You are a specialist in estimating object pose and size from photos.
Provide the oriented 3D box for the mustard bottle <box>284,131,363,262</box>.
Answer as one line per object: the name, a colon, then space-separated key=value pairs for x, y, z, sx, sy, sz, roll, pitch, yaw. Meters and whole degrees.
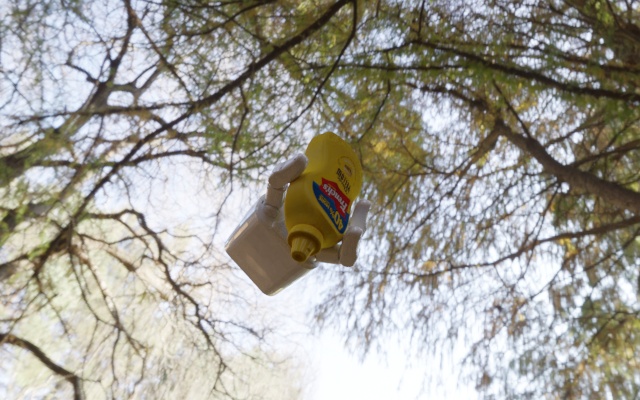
mustard bottle: x=0.000 y=0.002 z=0.593 sx=0.058 sy=0.096 sz=0.191 roll=-15 pitch=33 yaw=30
